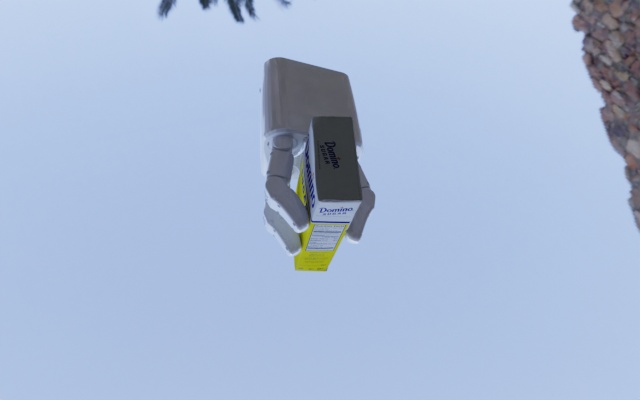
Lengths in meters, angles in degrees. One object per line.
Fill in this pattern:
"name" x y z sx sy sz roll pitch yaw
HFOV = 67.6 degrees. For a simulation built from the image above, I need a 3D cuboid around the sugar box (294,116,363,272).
"sugar box" 0.000 0.002 0.497 0.048 0.093 0.176 0 -29 -8
